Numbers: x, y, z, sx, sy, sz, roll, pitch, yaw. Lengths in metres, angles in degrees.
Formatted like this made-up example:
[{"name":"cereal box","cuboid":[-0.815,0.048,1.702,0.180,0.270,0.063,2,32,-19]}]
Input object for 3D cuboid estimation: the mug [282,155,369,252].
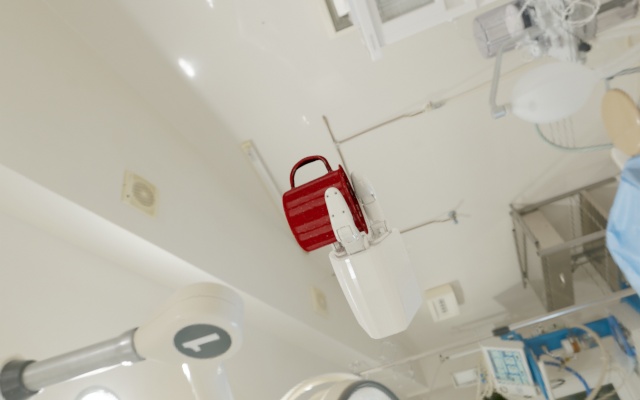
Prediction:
[{"name":"mug","cuboid":[-0.001,0.001,0.589,0.081,0.117,0.093,-22,-1,8]}]
